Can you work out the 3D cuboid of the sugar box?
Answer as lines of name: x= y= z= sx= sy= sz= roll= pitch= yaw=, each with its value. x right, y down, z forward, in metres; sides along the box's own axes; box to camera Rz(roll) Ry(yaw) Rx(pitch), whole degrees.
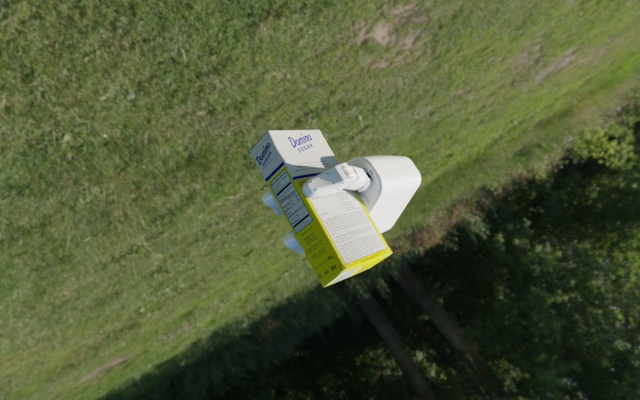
sugar box: x=0.000 y=0.002 z=0.541 sx=0.093 sy=0.176 sz=0.048 roll=-10 pitch=-26 yaw=-50
